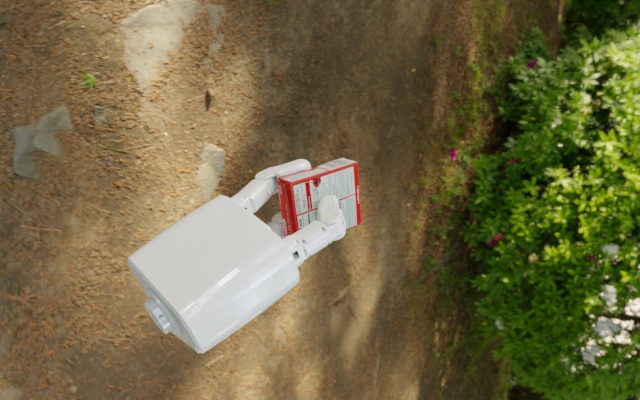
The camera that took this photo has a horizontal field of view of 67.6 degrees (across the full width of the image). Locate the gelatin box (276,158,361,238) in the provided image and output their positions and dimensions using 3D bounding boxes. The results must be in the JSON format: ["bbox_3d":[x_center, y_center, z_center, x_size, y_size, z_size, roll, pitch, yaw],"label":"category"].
[{"bbox_3d":[0.001,0.002,0.504,0.089,0.073,0.030,-20,26,-31],"label":"gelatin box"}]
